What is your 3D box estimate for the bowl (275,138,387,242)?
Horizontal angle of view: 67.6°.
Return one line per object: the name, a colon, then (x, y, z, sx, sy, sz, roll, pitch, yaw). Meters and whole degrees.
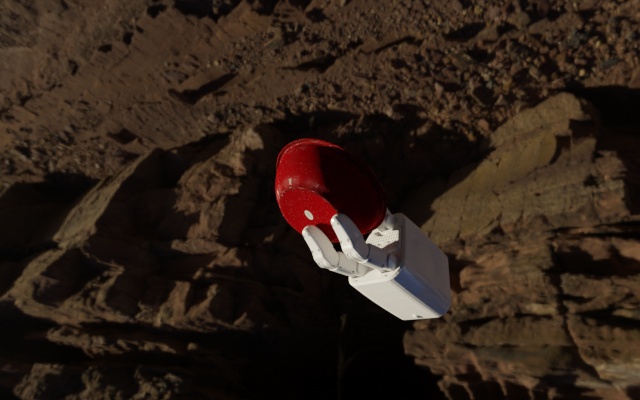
bowl: (-0.001, 0.001, 0.608, 0.162, 0.162, 0.055, 0, 40, 38)
